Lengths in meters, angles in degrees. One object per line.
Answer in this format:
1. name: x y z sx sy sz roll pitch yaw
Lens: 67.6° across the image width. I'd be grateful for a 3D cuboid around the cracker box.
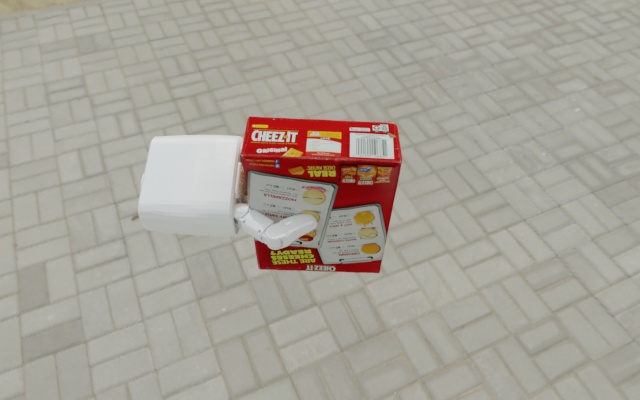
1. cracker box: 0.000 0.002 0.573 0.164 0.072 0.214 2 -39 1
